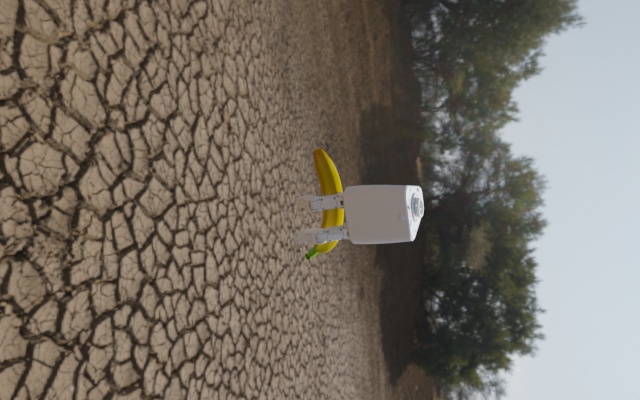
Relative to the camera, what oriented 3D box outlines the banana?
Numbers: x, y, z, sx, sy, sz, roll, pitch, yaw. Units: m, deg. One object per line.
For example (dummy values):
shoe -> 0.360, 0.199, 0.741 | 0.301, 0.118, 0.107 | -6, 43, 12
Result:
banana -> 0.013, 0.008, 0.857 | 0.037, 0.198, 0.069 | 1, -3, 44
